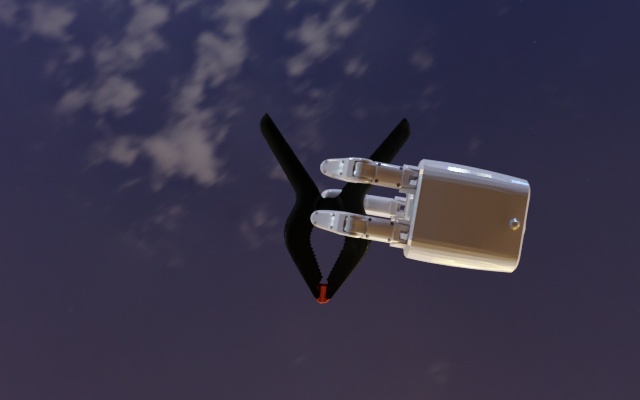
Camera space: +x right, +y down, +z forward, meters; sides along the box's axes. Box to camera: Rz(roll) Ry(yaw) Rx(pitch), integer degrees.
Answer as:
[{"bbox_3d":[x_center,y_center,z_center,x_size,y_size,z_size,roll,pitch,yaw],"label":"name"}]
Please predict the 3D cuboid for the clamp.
[{"bbox_3d":[0.000,0.002,0.521,0.164,0.210,0.036,10,-3,8],"label":"clamp"}]
